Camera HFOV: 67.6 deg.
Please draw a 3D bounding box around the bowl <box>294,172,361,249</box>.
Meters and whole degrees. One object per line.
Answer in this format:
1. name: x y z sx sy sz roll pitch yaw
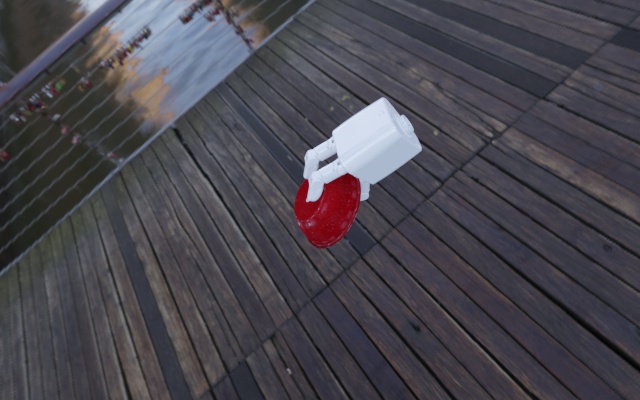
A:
1. bowl: -0.001 0.004 0.868 0.055 0.162 0.162 22 -12 -33
